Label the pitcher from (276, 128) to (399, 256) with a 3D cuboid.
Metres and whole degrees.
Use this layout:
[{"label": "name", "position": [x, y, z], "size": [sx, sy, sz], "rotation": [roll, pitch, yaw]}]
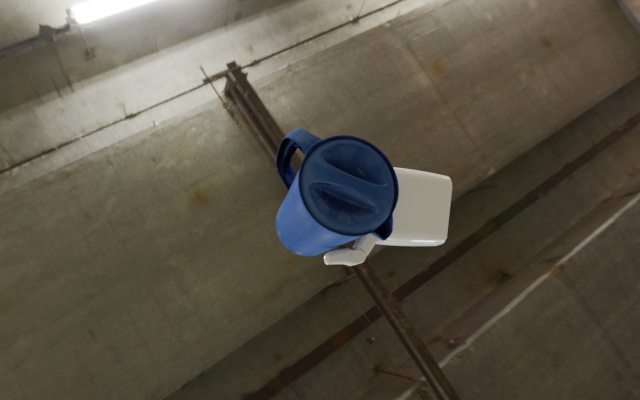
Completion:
[{"label": "pitcher", "position": [0.000, 0.002, 0.702], "size": [0.145, 0.149, 0.243], "rotation": [4, -17, -15]}]
